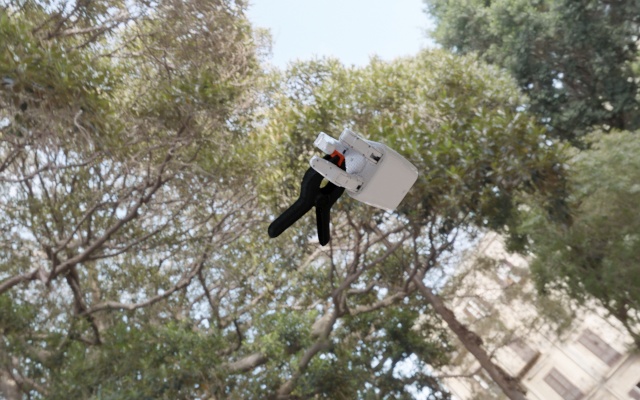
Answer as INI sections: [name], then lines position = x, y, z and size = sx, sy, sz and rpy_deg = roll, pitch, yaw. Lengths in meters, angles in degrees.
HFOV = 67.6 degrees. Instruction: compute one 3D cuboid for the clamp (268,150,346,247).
[clamp]
position = 0.000, 0.002, 0.776
size = 0.120, 0.171, 0.039
rpy_deg = 22, 17, -46
